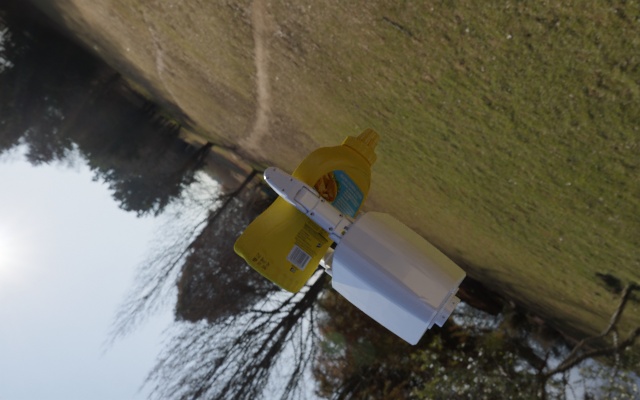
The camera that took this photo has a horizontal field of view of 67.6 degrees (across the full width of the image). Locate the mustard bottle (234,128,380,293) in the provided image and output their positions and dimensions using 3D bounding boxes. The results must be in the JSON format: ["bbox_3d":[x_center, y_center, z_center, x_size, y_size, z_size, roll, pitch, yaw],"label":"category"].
[{"bbox_3d":[0.000,0.002,0.508,0.058,0.191,0.096,32,-9,44],"label":"mustard bottle"}]
